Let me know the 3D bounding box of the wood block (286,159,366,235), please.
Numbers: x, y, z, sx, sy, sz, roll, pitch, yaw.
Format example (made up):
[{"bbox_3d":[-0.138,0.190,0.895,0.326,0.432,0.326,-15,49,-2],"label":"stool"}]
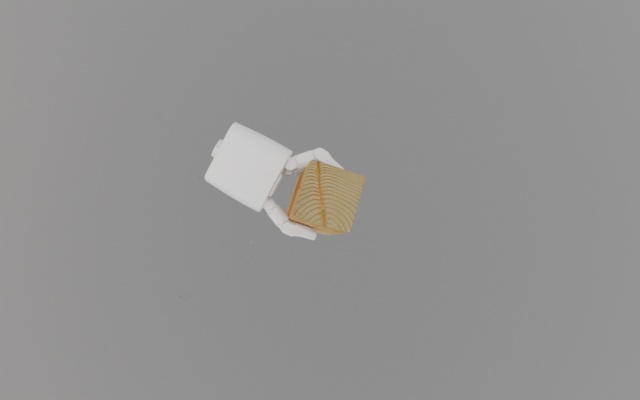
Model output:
[{"bbox_3d":[0.000,0.003,0.804,0.090,0.091,0.206,18,-7,-6],"label":"wood block"}]
